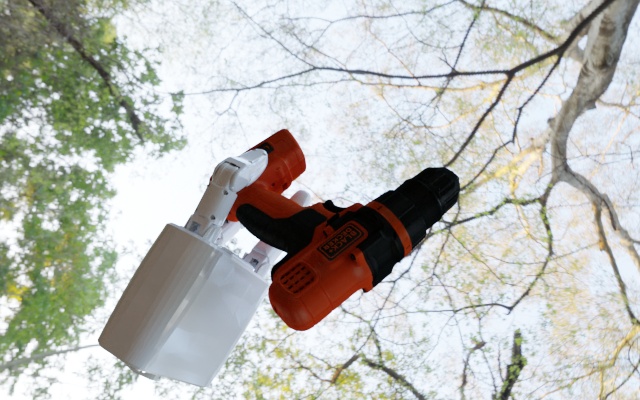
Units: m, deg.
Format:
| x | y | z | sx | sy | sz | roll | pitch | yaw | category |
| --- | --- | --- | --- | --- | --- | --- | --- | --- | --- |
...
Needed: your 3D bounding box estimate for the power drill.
| x | y | z | sx | sy | sz | roll | pitch | yaw | category |
| --- | --- | --- | --- | --- | --- | --- | --- | --- | --- |
| 0.000 | 0.001 | 0.419 | 0.184 | 0.057 | 0.187 | -35 | 43 | -19 | power drill |
